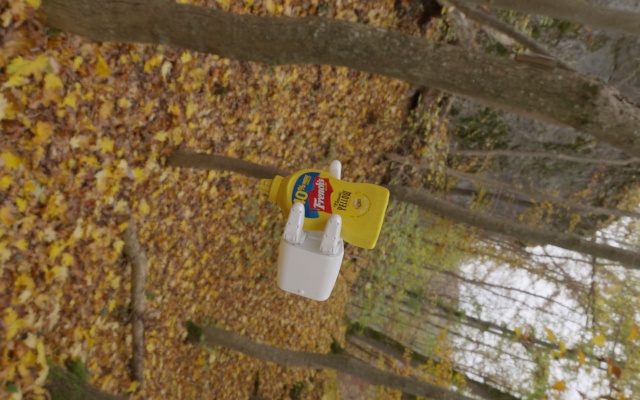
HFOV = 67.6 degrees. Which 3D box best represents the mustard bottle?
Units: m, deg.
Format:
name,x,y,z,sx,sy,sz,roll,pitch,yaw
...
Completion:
name,x,y,z,sx,sy,sz,roll,pitch,yaw
mustard bottle,0.000,0.002,0.714,0.191,0.096,0.058,16,-27,5
